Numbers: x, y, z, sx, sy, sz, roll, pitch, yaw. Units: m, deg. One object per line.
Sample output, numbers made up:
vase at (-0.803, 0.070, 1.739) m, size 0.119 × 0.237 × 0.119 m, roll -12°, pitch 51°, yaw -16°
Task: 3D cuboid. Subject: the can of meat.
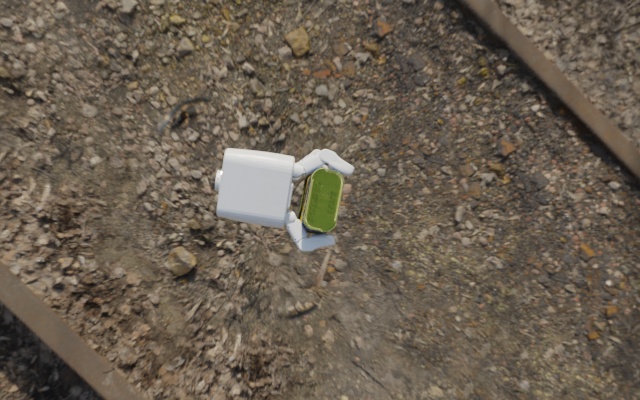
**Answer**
can of meat at (0.000, 0.003, 0.756) m, size 0.057 × 0.102 × 0.084 m, roll 11°, pitch -6°, yaw -6°
